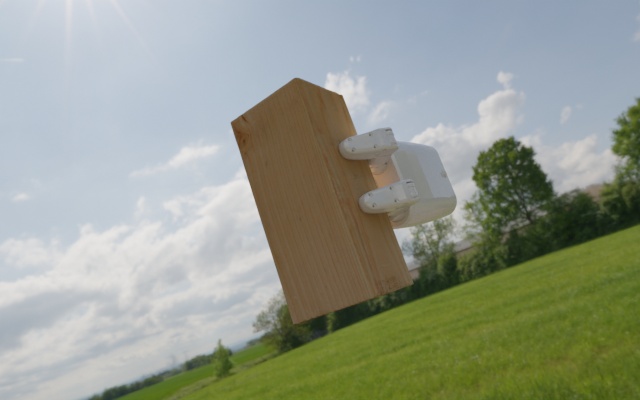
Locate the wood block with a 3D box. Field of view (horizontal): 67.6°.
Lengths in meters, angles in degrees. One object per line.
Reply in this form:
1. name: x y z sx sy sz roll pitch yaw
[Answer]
1. wood block: 0.000 0.002 0.465 0.091 0.206 0.090 -27 -15 30
